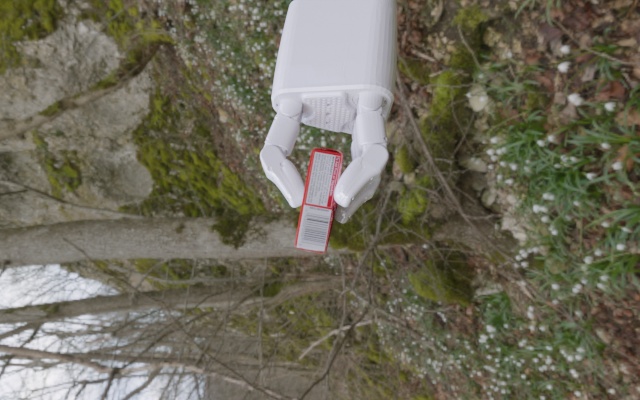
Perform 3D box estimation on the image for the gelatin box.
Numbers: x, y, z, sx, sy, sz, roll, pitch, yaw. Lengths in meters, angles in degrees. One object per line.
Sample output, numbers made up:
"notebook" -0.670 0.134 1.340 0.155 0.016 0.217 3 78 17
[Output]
"gelatin box" 0.000 0.002 0.436 0.030 0.089 0.073 10 -4 1
